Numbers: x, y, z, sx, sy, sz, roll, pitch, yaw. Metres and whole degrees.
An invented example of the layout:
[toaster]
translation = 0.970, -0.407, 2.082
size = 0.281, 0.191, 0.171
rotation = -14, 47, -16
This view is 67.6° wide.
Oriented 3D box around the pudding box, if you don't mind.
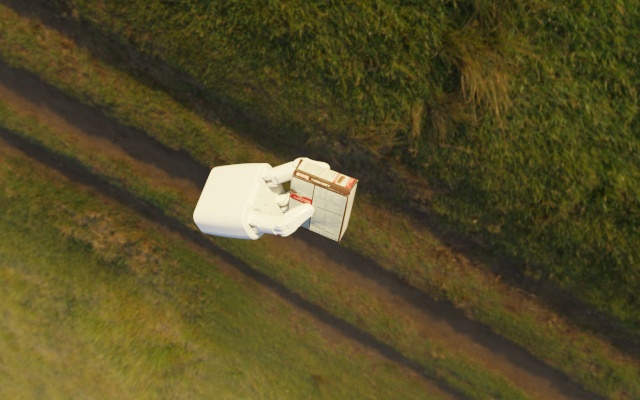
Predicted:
[pudding box]
translation = 0.000, 0.002, 0.701
size = 0.090, 0.039, 0.114
rotation = 21, -38, 10
